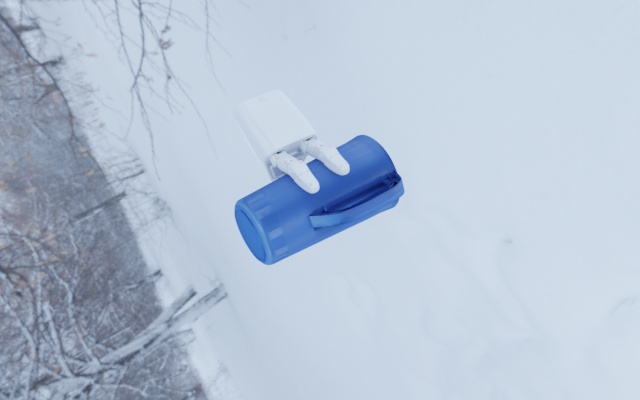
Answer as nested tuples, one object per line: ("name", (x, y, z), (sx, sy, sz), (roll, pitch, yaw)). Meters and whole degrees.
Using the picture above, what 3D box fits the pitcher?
("pitcher", (0.000, 0.002, 0.736), (0.243, 0.145, 0.149), (-27, -20, -23))
